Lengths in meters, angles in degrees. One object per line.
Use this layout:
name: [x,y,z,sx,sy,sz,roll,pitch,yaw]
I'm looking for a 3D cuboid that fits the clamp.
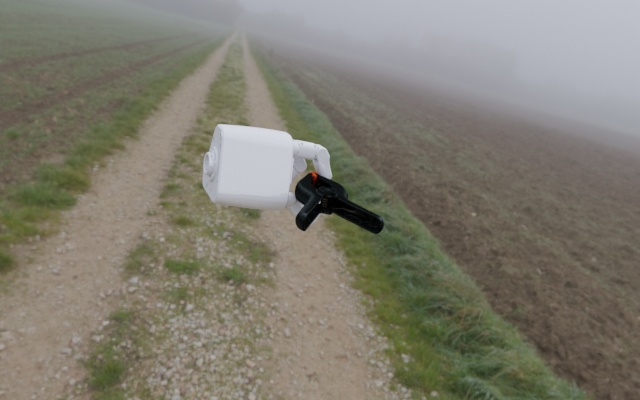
clamp: [0.000,0.002,0.676,0.120,0.039,0.171,6,19,-29]
